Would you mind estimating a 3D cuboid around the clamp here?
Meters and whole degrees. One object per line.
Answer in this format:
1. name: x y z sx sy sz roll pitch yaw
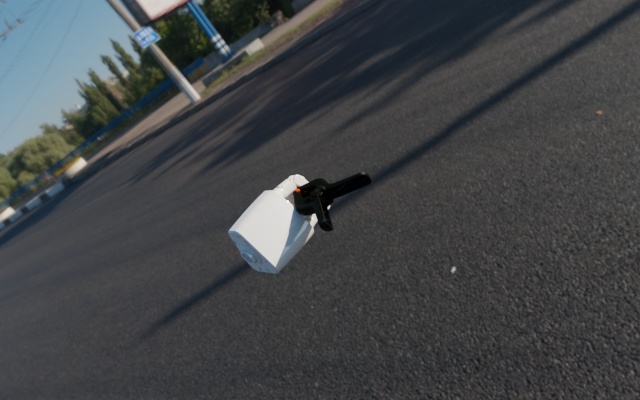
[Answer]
1. clamp: 0.000 0.002 0.818 0.171 0.039 0.120 -5 37 53
